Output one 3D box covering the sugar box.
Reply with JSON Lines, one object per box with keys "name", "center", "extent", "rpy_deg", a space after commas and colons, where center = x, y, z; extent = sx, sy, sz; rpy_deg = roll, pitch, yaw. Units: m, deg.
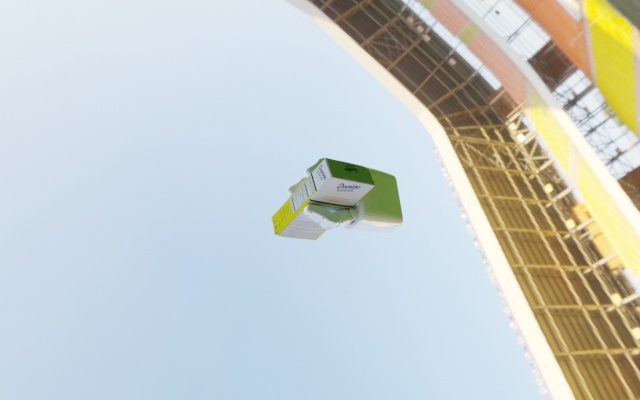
{"name": "sugar box", "center": [0.000, 0.002, 0.806], "extent": [0.093, 0.048, 0.176], "rpy_deg": [10, -42, -37]}
